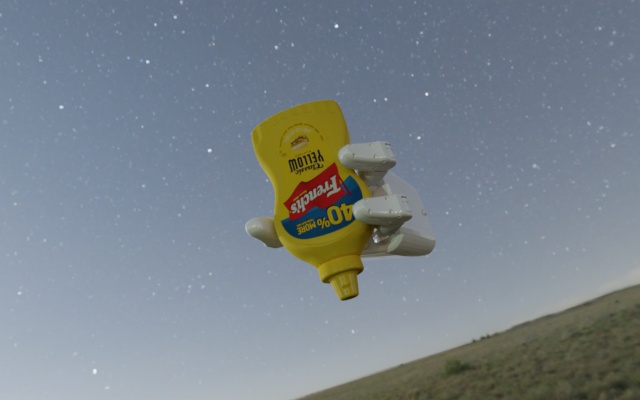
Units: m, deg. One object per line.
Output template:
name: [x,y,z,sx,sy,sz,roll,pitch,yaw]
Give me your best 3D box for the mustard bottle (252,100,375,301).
mustard bottle: [0.000,0.001,0.457,0.096,0.191,0.058,-19,-22,4]
